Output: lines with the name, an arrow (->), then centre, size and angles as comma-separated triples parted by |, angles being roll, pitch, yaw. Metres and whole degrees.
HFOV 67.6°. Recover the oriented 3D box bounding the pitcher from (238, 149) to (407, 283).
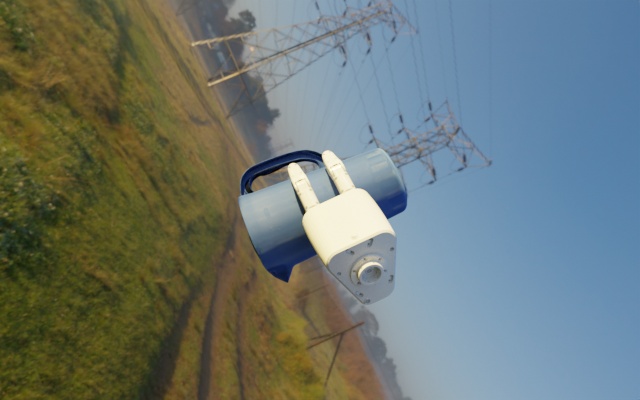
pitcher -> 0.000, 0.003, 0.740 | 0.243, 0.149, 0.145 | -23, 32, -4
